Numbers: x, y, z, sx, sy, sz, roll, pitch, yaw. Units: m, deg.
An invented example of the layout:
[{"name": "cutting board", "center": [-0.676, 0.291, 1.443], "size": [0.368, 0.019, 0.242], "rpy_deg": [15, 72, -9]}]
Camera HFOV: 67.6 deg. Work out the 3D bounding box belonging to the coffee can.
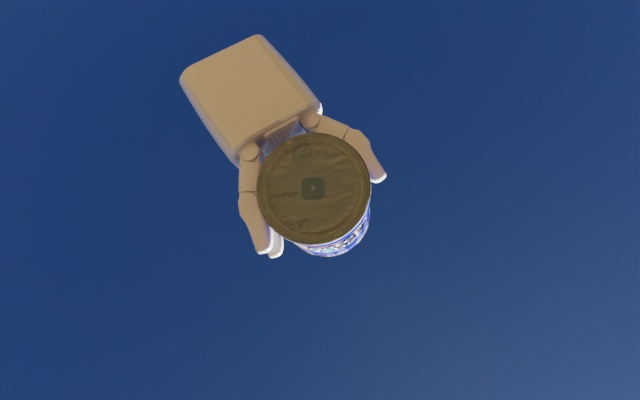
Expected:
[{"name": "coffee can", "center": [0.000, 0.002, 0.490], "size": [0.103, 0.102, 0.140], "rpy_deg": [0, -11, 6]}]
